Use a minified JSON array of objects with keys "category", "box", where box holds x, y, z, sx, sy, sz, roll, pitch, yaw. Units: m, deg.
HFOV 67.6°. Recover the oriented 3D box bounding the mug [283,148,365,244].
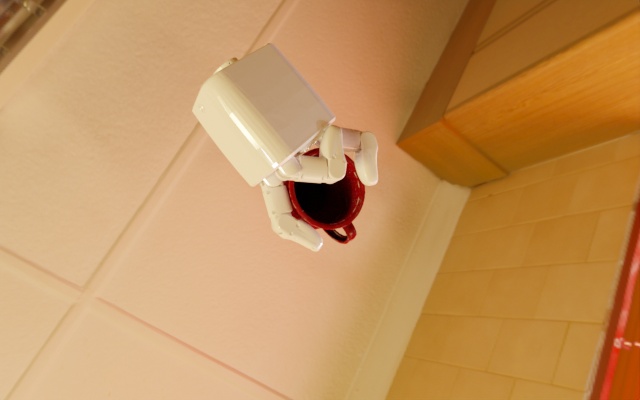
[{"category":"mug","box":[0.001,0.003,0.565,0.093,0.117,0.081,-41,8,-25]}]
